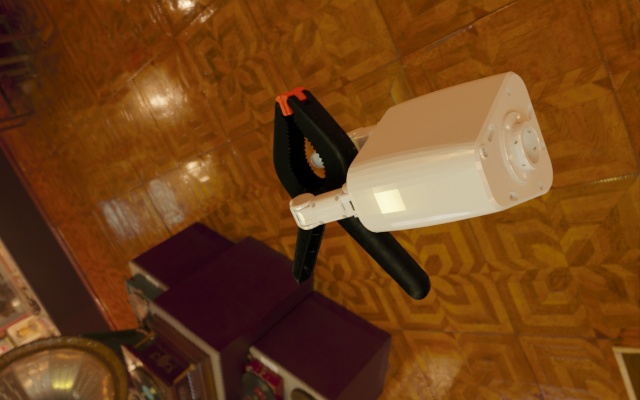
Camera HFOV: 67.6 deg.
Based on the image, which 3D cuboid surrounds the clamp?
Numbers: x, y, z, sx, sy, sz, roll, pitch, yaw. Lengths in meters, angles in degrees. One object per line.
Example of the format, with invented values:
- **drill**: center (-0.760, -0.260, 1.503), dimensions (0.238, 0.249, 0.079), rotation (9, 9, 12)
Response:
- **clamp**: center (0.000, 0.001, 0.451), dimensions (0.164, 0.210, 0.036), rotation (-12, 18, 45)
